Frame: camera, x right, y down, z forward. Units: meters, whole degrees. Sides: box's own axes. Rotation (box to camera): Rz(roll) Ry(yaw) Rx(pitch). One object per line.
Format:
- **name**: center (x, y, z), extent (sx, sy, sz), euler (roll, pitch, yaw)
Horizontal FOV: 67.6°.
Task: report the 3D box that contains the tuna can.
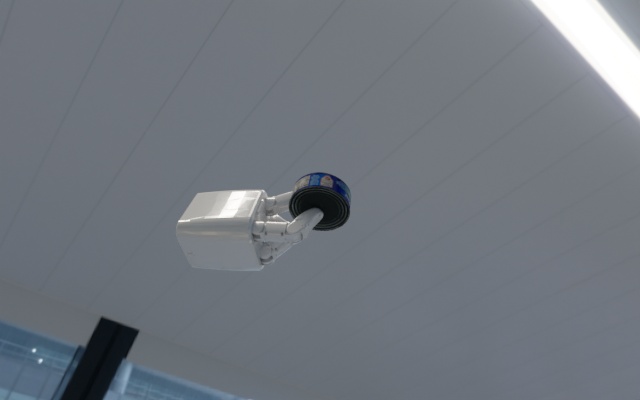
- **tuna can**: center (0.000, 0.002, 0.670), extent (0.086, 0.086, 0.033), euler (0, 44, 11)
